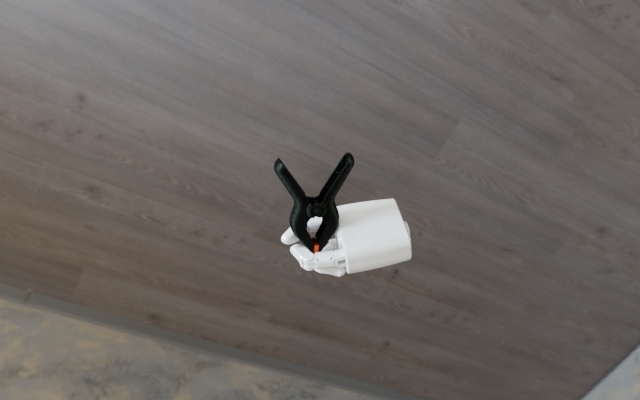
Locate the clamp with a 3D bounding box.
[{"bbox_3d":[0.000,0.003,0.737,0.120,0.172,0.039,-11,31,-4],"label":"clamp"}]
